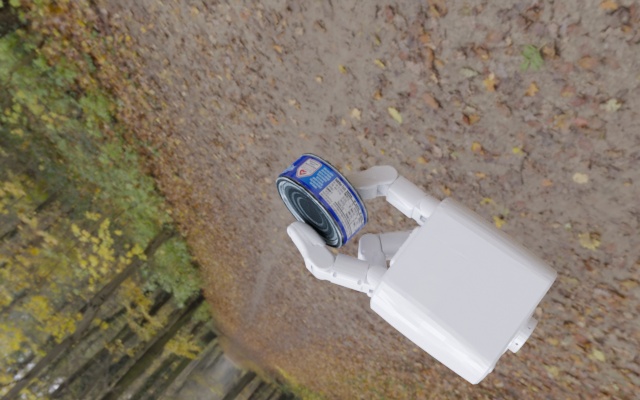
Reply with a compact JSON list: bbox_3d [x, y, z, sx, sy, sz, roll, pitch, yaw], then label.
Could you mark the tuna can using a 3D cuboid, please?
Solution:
[{"bbox_3d":[0.000,0.002,0.426,0.033,0.086,0.086,-43,17,-19],"label":"tuna can"}]
